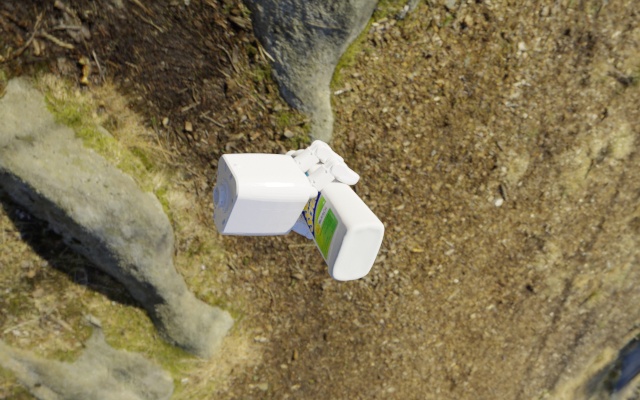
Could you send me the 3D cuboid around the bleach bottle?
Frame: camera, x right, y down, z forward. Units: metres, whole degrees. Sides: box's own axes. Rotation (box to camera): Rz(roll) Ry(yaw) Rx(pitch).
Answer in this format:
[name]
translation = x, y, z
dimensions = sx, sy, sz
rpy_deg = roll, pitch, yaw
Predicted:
[bleach bottle]
translation = 0.000, 0.002, 0.729
dimensions = 0.068, 0.103, 0.250
rpy_deg = 0, 33, -30
